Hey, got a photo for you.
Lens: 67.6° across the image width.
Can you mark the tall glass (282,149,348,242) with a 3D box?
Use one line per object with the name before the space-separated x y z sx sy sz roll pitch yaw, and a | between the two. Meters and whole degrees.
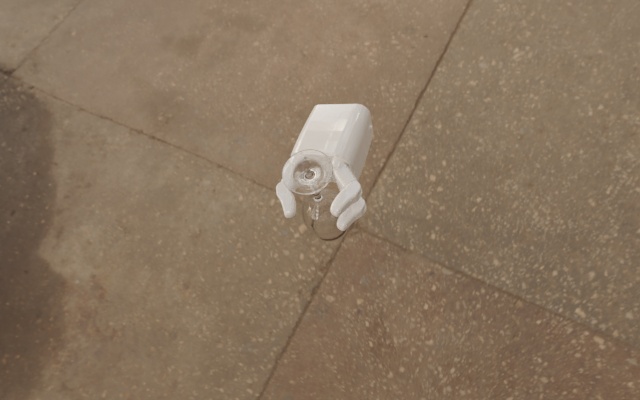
tall glass | 0.000 0.002 0.764 0.079 0.079 0.201 0 -27 12
